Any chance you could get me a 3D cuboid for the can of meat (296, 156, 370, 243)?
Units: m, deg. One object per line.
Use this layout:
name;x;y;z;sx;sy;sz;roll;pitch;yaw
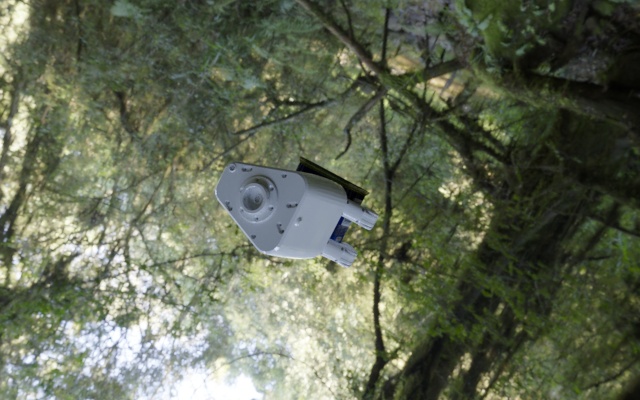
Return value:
can of meat;0.000;0.002;0.634;0.102;0.084;0.057;29;5;21
